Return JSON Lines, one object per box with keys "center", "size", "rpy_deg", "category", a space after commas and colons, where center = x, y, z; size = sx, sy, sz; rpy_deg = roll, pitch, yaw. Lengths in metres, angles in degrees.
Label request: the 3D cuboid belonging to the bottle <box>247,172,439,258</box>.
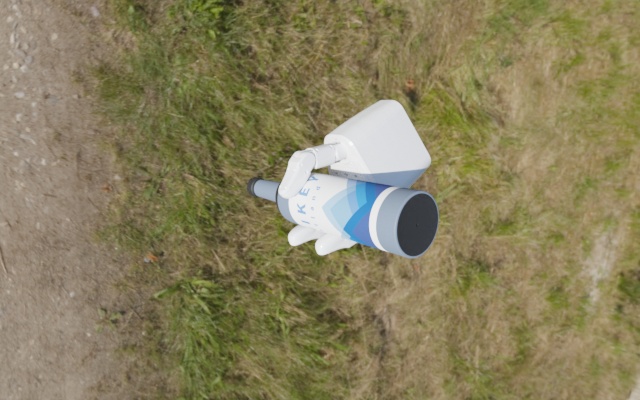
{"center": [0.000, 0.002, 0.570], "size": [0.069, 0.069, 0.295], "rpy_deg": [0, 8, -40], "category": "bottle"}
